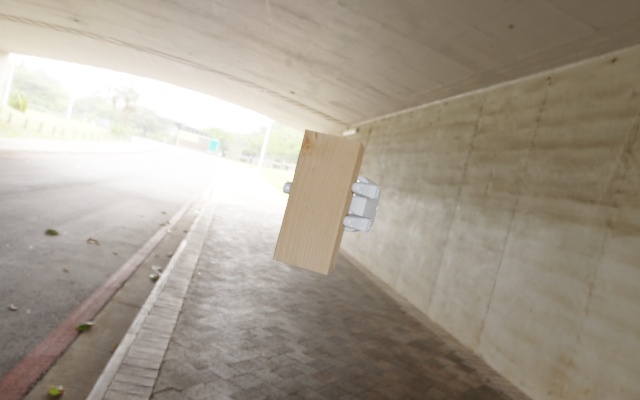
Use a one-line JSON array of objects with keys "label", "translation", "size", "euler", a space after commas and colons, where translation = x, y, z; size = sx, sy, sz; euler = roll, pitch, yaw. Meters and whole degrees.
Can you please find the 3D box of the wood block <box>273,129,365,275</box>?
[{"label": "wood block", "translation": [0.000, 0.002, 0.761], "size": [0.091, 0.206, 0.090], "euler": [14, 2, 9]}]
